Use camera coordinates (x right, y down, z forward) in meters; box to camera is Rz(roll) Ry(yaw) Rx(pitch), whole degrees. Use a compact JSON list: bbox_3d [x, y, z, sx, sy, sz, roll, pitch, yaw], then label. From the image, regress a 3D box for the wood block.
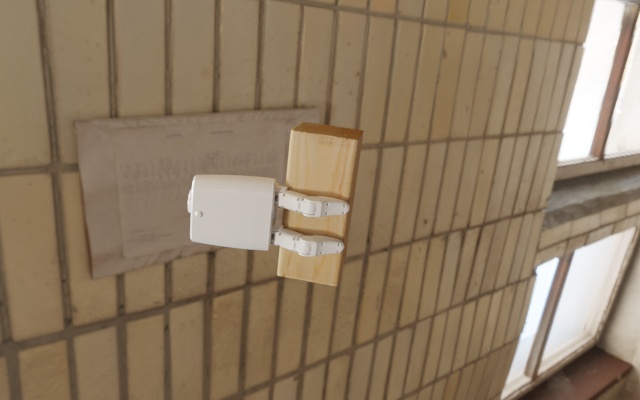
[{"bbox_3d":[0.000,0.002,0.674,0.090,0.206,0.090,9,18,6],"label":"wood block"}]
